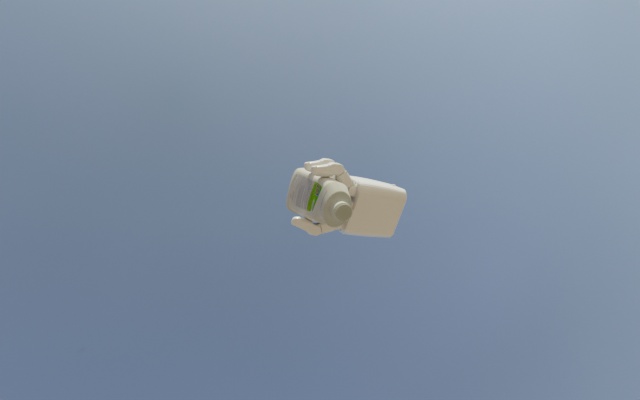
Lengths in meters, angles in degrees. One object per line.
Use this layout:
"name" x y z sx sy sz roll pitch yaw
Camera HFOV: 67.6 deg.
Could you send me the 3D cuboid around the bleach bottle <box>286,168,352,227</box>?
"bleach bottle" 0.000 0.003 0.900 0.068 0.102 0.250 10 9 -19
